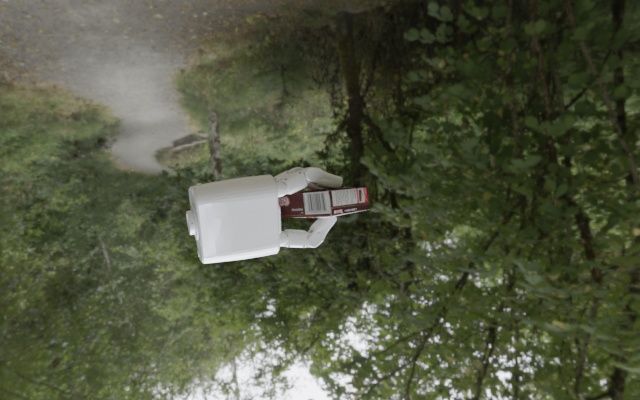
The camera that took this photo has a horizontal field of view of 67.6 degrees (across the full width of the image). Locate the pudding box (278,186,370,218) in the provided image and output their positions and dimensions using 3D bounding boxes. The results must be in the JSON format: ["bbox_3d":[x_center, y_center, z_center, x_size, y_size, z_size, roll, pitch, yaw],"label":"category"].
[{"bbox_3d":[0.000,0.002,0.691,0.113,0.039,0.090,-1,5,41],"label":"pudding box"}]
